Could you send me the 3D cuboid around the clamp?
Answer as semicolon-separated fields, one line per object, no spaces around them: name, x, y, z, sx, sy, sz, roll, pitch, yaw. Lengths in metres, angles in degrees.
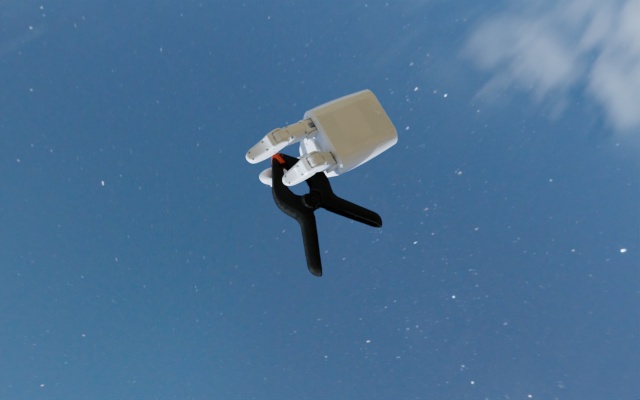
clamp;0.000;0.002;0.640;0.120;0.171;0.039;-27;-8;-22
